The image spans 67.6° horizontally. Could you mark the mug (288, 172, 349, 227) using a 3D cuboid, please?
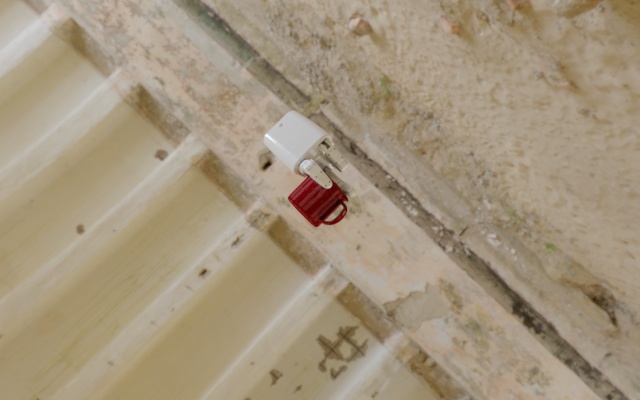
[{"bbox_3d":[0.001,0.004,0.895,0.117,0.081,0.093,42,-6,32],"label":"mug"}]
